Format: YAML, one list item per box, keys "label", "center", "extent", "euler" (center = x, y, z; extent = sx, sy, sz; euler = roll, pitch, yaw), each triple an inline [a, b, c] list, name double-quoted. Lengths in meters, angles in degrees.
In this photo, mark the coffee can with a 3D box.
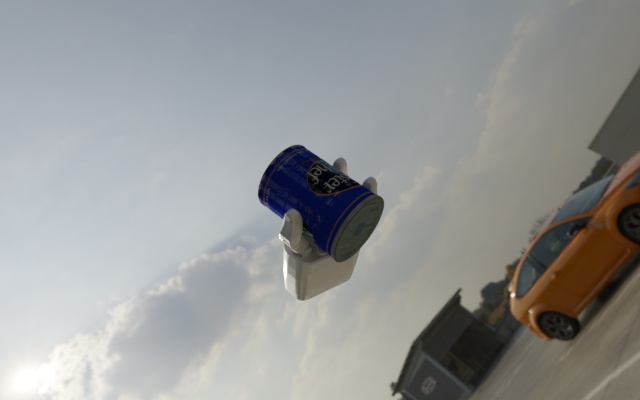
- label: "coffee can"
  center: [0.000, 0.002, 0.649]
  extent: [0.140, 0.103, 0.103]
  euler: [35, 16, 24]
